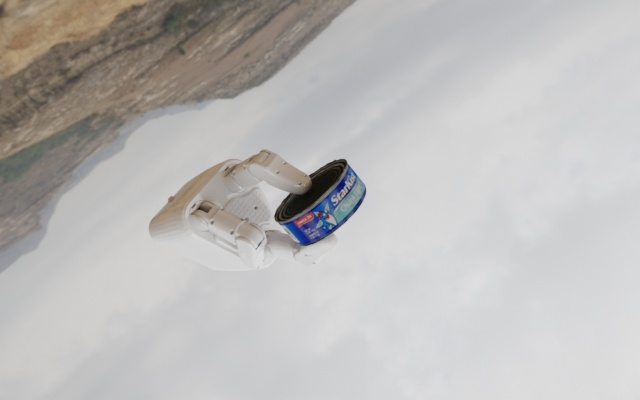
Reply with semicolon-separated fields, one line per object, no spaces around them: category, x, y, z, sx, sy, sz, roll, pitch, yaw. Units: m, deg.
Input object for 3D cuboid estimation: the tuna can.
tuna can;0.000;0.002;0.442;0.086;0.034;0.086;-36;17;13
